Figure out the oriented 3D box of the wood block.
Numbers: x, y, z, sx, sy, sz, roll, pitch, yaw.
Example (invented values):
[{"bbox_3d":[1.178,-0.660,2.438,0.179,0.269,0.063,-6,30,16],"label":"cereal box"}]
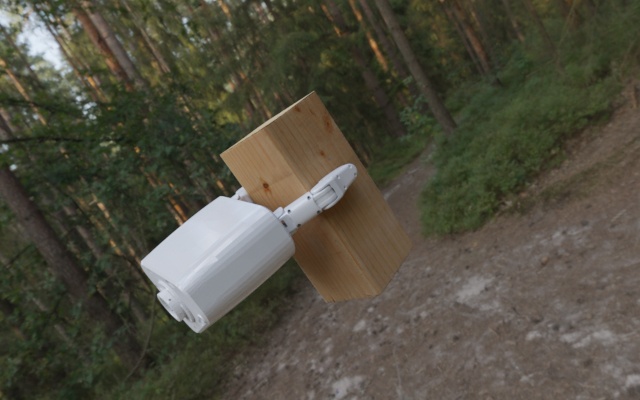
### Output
[{"bbox_3d":[0.000,0.002,0.523,0.091,0.206,0.090,-20,19,47],"label":"wood block"}]
